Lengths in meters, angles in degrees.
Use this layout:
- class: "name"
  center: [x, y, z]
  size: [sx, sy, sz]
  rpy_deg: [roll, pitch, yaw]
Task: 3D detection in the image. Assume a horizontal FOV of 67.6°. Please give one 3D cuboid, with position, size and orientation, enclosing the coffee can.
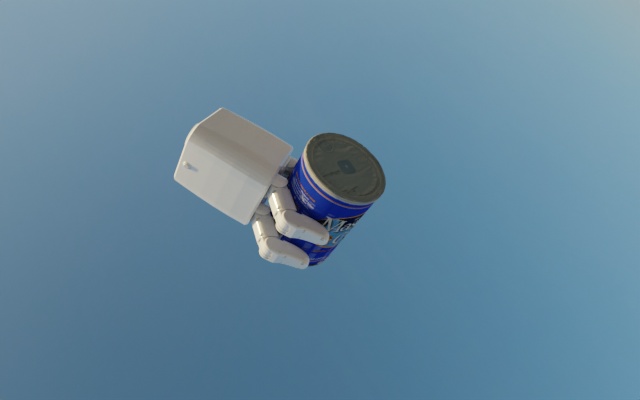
- class: "coffee can"
  center: [0.000, 0.002, 0.585]
  size: [0.103, 0.102, 0.140]
  rpy_deg: [0, -36, -32]
